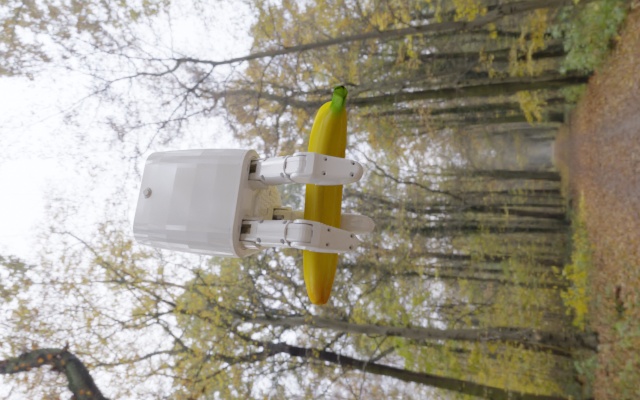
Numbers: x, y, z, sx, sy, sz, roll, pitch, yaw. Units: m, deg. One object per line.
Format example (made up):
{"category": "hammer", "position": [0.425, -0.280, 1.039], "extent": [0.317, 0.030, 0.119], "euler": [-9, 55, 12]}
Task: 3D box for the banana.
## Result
{"category": "banana", "position": [0.002, -0.005, 0.450], "extent": [0.037, 0.198, 0.069], "euler": [4, 9, 5]}
